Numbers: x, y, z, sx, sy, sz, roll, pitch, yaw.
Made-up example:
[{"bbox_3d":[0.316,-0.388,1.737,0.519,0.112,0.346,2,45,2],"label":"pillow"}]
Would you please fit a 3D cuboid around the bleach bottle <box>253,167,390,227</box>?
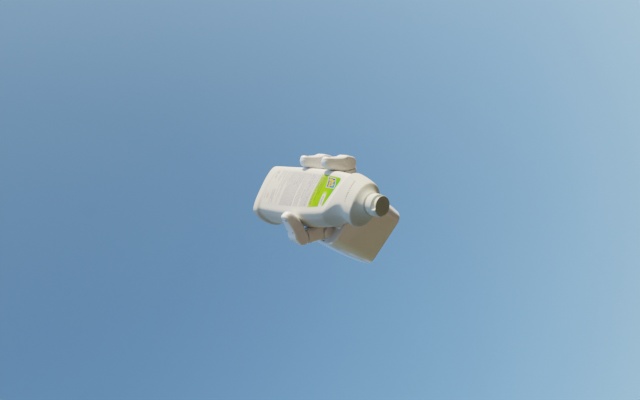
[{"bbox_3d":[0.000,0.002,0.735,0.068,0.102,0.251,31,-14,-38],"label":"bleach bottle"}]
